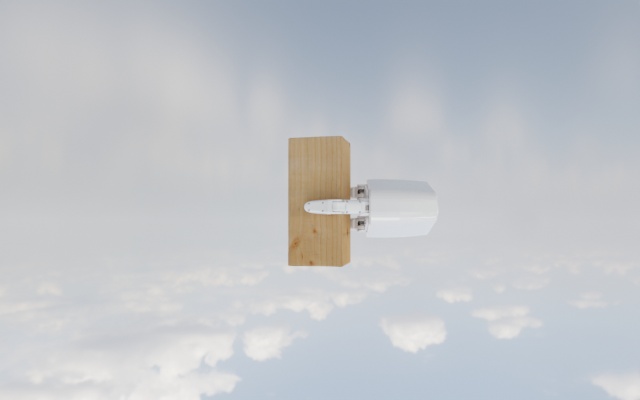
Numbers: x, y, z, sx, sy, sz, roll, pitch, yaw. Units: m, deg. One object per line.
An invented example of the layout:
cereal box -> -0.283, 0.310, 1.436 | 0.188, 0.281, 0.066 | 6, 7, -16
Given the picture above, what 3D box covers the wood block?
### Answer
wood block -> 0.000, 0.003, 0.796 | 0.090, 0.206, 0.091 | -1, -2, 13
